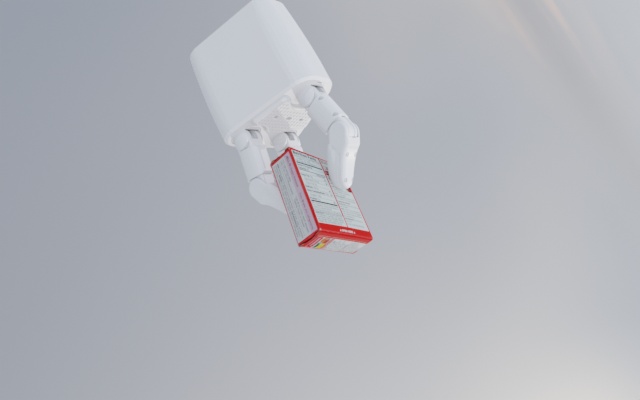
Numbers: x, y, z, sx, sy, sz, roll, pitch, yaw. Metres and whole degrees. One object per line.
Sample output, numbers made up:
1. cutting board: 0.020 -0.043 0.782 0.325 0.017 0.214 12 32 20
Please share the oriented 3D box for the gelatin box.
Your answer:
1. gelatin box: 0.000 0.001 0.426 0.030 0.089 0.073 -40 -33 29
